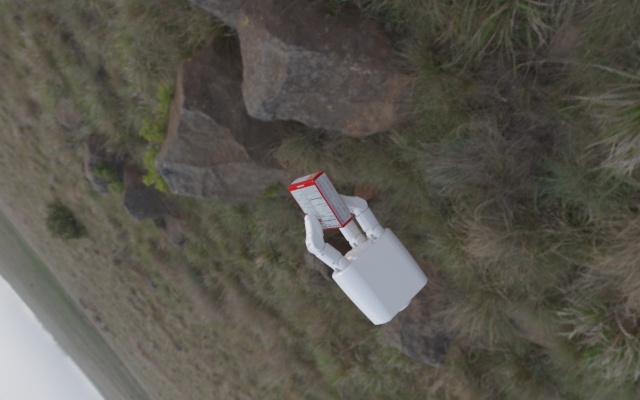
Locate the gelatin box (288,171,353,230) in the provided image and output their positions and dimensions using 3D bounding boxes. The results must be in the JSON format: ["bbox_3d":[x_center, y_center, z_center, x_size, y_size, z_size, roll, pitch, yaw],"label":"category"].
[{"bbox_3d":[0.000,0.002,0.733,0.030,0.089,0.073,-43,17,-31],"label":"gelatin box"}]
